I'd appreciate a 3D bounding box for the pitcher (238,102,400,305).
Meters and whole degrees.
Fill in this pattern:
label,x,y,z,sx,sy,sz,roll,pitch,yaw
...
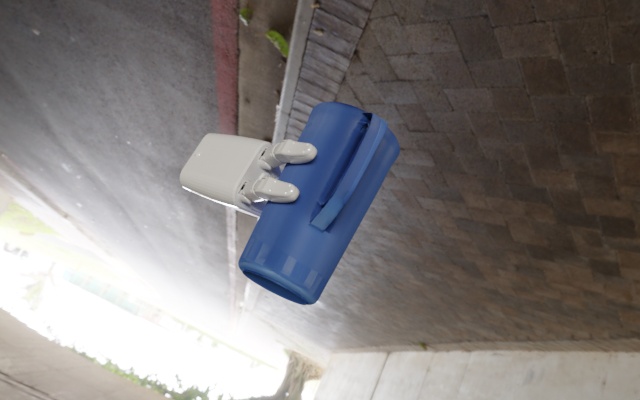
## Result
label,x,y,z,sx,sy,sz,roll,pitch,yaw
pitcher,0.000,0.002,0.605,0.145,0.242,0.149,15,-23,30
